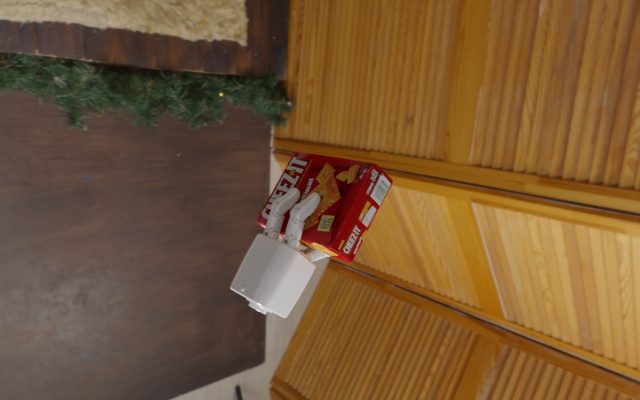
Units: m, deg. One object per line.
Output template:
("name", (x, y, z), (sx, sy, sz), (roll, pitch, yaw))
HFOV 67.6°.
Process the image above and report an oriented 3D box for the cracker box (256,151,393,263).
("cracker box", (0.000, 0.003, 0.856), (0.213, 0.164, 0.072), (15, -19, 46))
